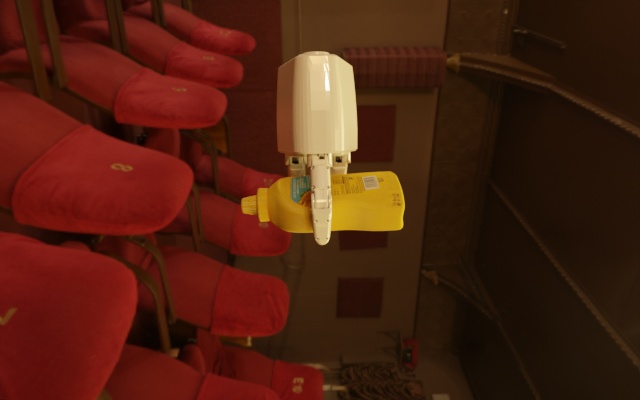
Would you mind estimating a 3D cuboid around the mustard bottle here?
[{"bbox_3d":[0.000,0.002,0.583,0.191,0.058,0.096,-2,31,-2],"label":"mustard bottle"}]
